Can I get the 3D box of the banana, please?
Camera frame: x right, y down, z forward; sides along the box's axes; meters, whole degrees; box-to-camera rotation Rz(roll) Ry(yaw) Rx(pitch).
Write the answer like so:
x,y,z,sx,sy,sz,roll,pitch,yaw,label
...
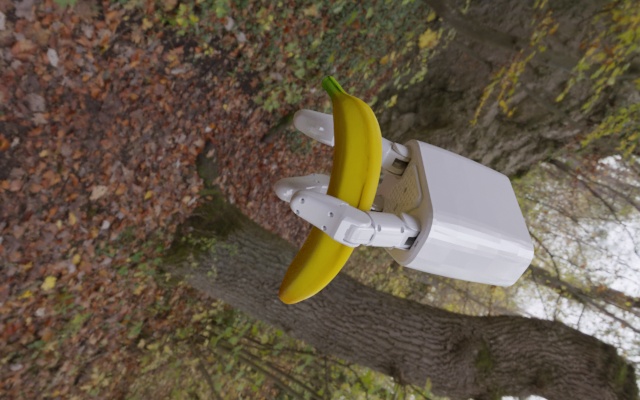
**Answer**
x,y,z,sx,sy,sz,roll,pitch,yaw,label
0.011,0.003,0.388,0.037,0.198,0.069,7,11,-36,banana
